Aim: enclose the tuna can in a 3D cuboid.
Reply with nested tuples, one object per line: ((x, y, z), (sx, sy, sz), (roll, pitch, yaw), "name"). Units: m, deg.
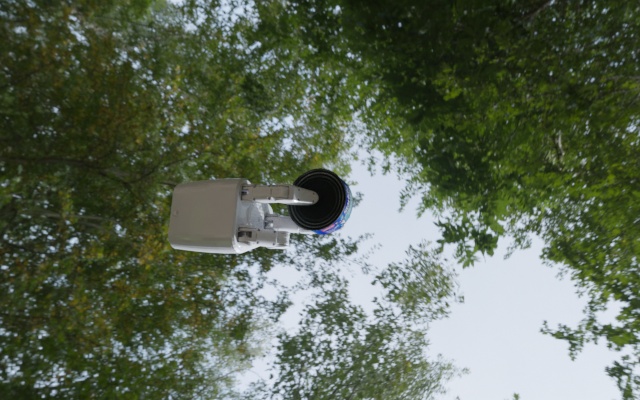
((0.000, 0.002, 0.646), (0.086, 0.086, 0.034), (0, -14, 24), "tuna can")
